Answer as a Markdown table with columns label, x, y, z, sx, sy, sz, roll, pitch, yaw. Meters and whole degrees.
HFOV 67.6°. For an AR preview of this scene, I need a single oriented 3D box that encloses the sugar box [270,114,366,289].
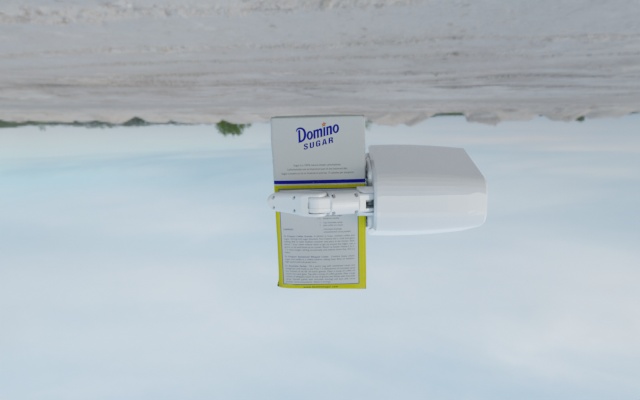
| label | x | y | z | sx | sy | sz | roll | pitch | yaw |
| --- | --- | --- | --- | --- | --- | --- | --- | --- | --- |
| sugar box | 0.000 | 0.002 | 0.489 | 0.093 | 0.176 | 0.048 | 0 | 10 | 3 |
